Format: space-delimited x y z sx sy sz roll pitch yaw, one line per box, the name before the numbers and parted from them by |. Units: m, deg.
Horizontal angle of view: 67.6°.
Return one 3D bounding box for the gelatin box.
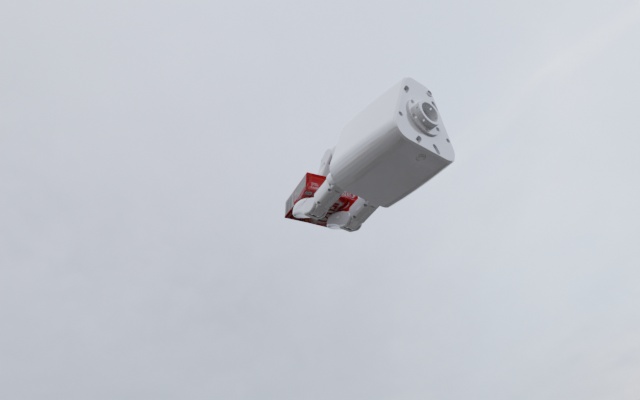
gelatin box | 0.000 0.002 0.639 0.073 0.030 0.089 14 -31 -18
